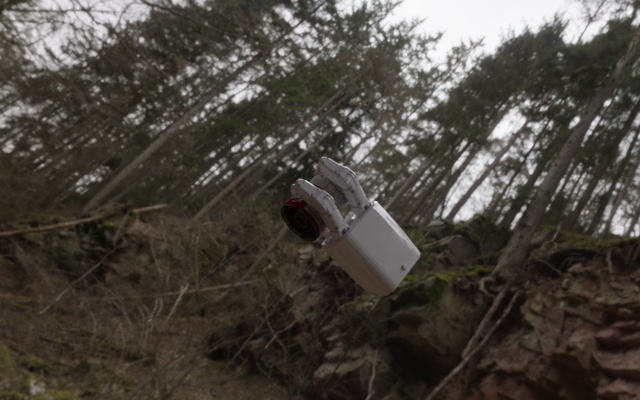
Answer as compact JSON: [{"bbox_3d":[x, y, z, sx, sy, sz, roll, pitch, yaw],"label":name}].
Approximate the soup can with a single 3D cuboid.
[{"bbox_3d":[0.000,0.002,0.706,0.102,0.068,0.068,-45,26,-29],"label":"soup can"}]
